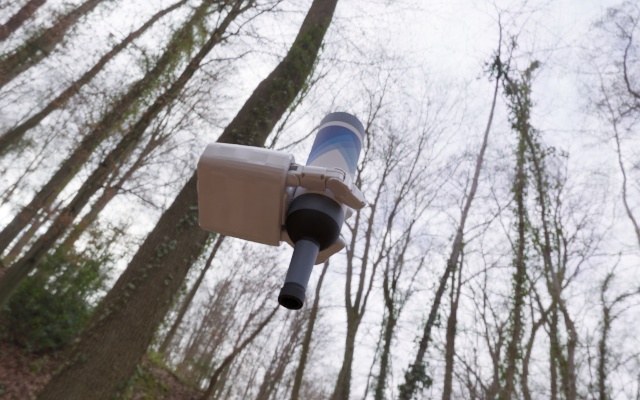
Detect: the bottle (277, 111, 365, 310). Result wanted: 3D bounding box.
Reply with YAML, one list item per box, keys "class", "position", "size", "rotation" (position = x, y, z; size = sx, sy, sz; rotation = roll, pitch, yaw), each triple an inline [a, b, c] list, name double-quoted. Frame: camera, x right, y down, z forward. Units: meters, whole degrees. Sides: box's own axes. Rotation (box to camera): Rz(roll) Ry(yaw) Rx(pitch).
- class: "bottle"
  position: [0.000, 0.002, 0.587]
  size: [0.069, 0.069, 0.295]
  rotation: [9, 46, 9]
